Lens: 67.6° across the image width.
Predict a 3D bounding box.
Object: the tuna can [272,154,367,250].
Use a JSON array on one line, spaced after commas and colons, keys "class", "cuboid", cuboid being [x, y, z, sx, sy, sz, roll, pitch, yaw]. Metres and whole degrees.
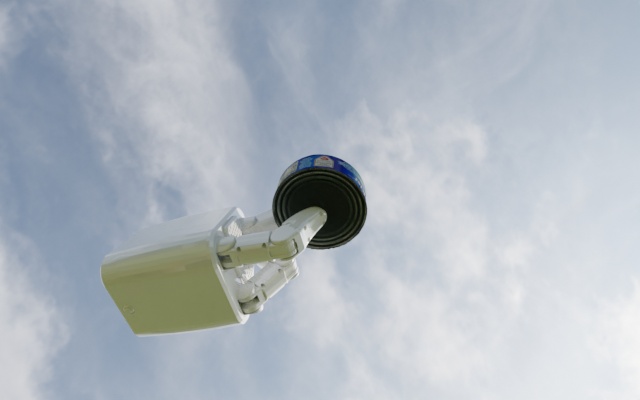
[{"class": "tuna can", "cuboid": [0.000, 0.001, 0.442, 0.086, 0.086, 0.033, 0, 30, 4]}]
